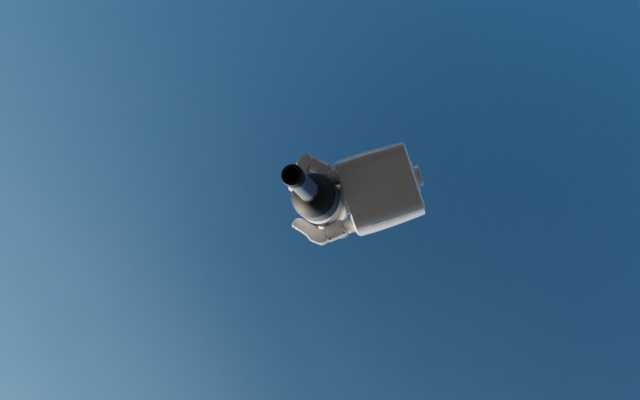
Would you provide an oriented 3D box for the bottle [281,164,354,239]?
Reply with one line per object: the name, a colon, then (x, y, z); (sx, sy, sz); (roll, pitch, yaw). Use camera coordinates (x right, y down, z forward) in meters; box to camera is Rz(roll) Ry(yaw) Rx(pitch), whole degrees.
bottle: (0.000, 0.002, 0.713); (0.069, 0.069, 0.296); (0, -13, 14)
